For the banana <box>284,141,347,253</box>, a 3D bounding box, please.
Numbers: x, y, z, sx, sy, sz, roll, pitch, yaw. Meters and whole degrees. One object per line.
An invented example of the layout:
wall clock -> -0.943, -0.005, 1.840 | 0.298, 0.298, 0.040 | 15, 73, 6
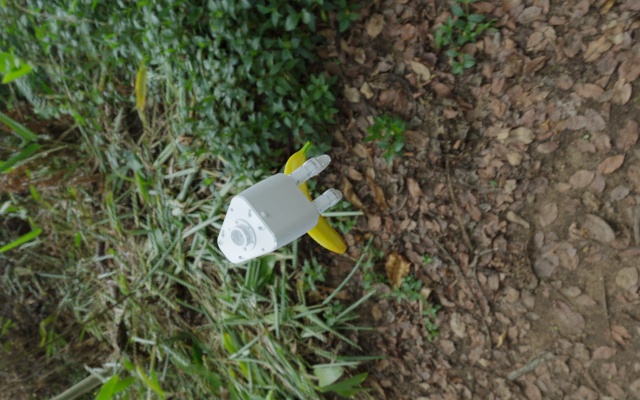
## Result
banana -> -0.017, 0.004, 0.805 | 0.069, 0.198, 0.037 | -16, 8, 24
